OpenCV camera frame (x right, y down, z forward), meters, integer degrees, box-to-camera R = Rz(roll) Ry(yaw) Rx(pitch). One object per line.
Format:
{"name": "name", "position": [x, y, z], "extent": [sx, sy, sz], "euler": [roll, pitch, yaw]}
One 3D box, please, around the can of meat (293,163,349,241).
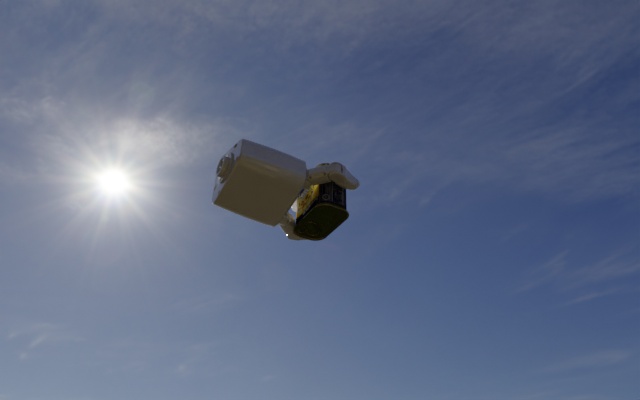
{"name": "can of meat", "position": [0.000, 0.002, 0.758], "extent": [0.057, 0.084, 0.102], "euler": [19, -39, -23]}
